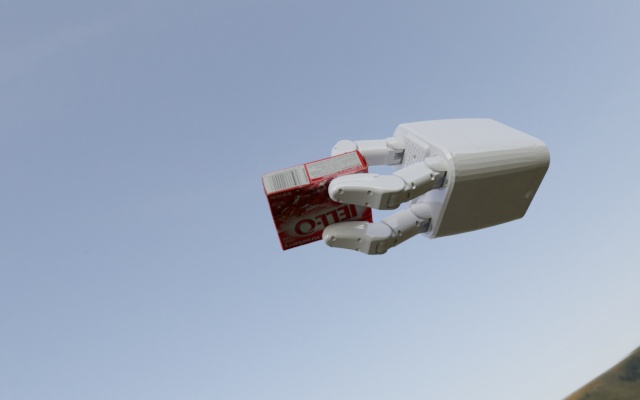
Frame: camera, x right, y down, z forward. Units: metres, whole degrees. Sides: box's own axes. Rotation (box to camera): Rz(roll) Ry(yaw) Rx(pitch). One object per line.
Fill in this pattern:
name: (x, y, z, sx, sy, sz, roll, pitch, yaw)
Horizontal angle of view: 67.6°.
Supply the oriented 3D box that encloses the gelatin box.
gelatin box: (0.000, 0.001, 0.421, 0.089, 0.073, 0.030, -15, 45, -4)
